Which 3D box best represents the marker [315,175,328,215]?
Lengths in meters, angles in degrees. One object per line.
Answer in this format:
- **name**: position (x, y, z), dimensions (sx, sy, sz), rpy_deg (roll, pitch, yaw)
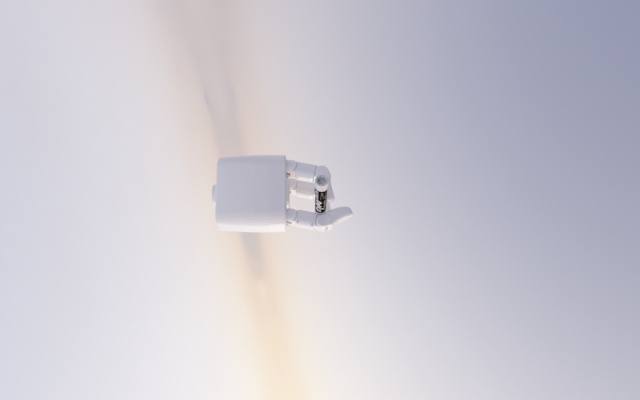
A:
- **marker**: position (0.000, 0.002, 0.704), dimensions (0.020, 0.020, 0.121), rpy_deg (0, -30, -2)
